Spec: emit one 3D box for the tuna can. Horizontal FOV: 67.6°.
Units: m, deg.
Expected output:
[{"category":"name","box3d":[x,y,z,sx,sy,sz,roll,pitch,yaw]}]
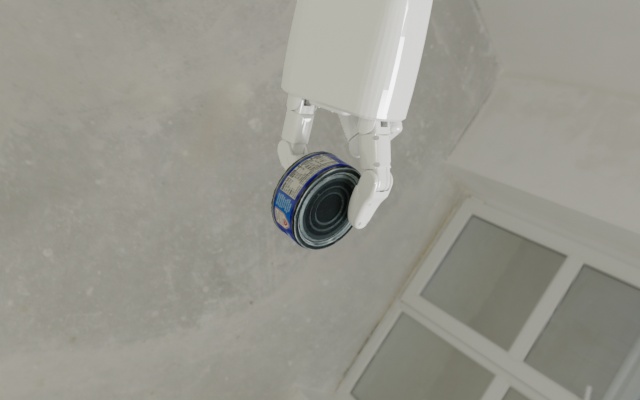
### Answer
[{"category":"tuna can","box3d":[0.000,0.002,0.432,0.086,0.086,0.033,0,26,-43]}]
